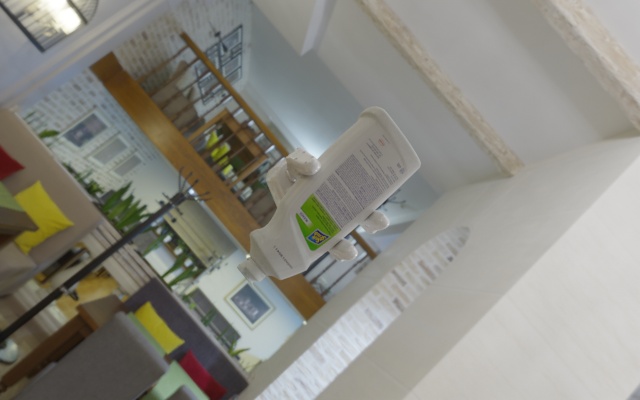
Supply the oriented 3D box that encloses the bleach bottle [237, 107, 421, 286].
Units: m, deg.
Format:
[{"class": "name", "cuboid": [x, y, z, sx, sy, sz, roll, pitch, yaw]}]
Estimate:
[{"class": "bleach bottle", "cuboid": [0.000, 0.002, 0.576, 0.251, 0.102, 0.068, -41, 11, -12]}]
